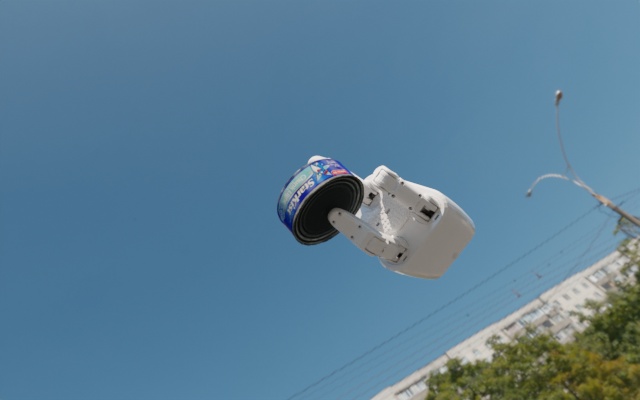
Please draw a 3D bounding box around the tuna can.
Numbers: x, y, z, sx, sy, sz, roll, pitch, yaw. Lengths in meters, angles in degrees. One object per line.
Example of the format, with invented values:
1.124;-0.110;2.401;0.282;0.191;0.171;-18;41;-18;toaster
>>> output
0.000;0.001;0.474;0.086;0.086;0.033;0;36;-46;tuna can
